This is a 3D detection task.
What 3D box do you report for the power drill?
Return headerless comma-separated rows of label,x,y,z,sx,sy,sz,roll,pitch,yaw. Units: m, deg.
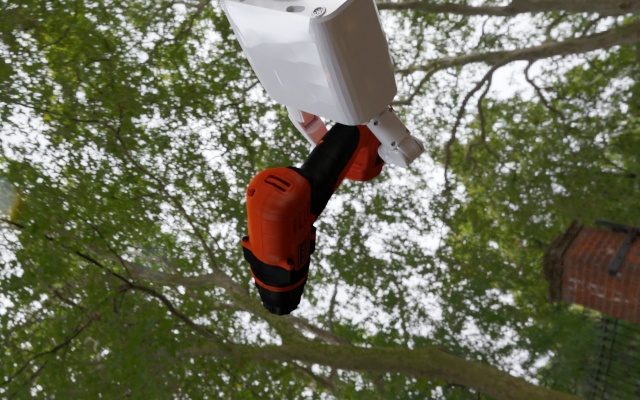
power drill,0.000,0.001,0.441,0.057,0.187,0.185,25,-36,14
